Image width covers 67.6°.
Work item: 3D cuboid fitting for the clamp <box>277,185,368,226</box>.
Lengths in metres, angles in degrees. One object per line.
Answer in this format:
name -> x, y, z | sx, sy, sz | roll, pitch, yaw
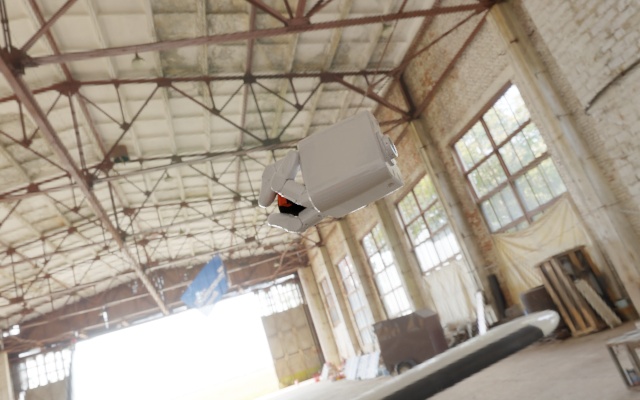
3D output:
clamp -> 0.000, 0.002, 0.719 | 0.120, 0.039, 0.171 | -25, -18, 18
